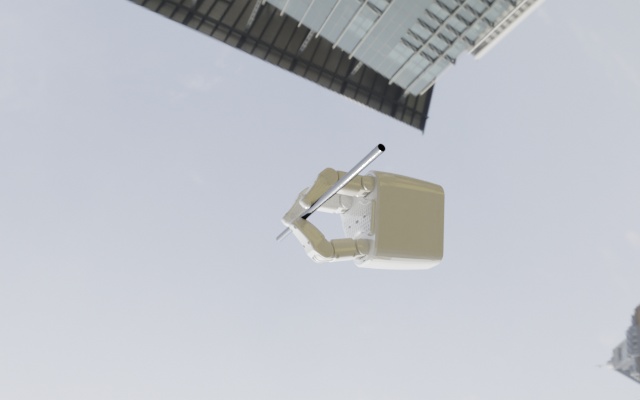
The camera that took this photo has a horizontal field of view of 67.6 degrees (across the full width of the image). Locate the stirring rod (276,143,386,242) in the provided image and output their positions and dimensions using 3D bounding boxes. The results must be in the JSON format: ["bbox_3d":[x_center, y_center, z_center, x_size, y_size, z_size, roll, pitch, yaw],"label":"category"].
[{"bbox_3d":[0.000,0.002,0.509,0.011,0.011,0.240,0,-23,-28],"label":"stirring rod"}]
